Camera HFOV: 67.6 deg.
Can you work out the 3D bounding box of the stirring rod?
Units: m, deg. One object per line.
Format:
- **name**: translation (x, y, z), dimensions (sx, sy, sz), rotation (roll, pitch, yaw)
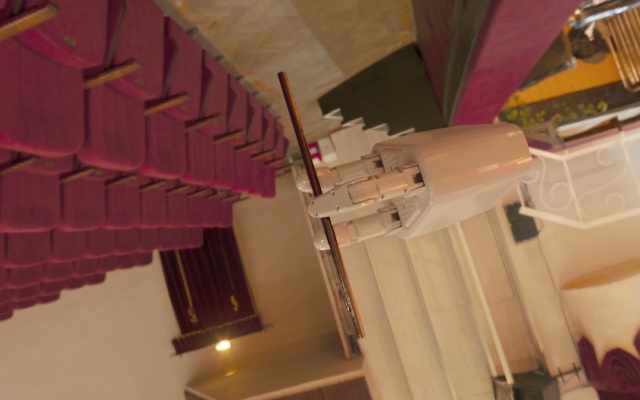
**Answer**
- **stirring rod**: translation (0.000, 0.001, 0.415), dimensions (0.011, 0.239, 0.011), rotation (-17, -5, -2)
